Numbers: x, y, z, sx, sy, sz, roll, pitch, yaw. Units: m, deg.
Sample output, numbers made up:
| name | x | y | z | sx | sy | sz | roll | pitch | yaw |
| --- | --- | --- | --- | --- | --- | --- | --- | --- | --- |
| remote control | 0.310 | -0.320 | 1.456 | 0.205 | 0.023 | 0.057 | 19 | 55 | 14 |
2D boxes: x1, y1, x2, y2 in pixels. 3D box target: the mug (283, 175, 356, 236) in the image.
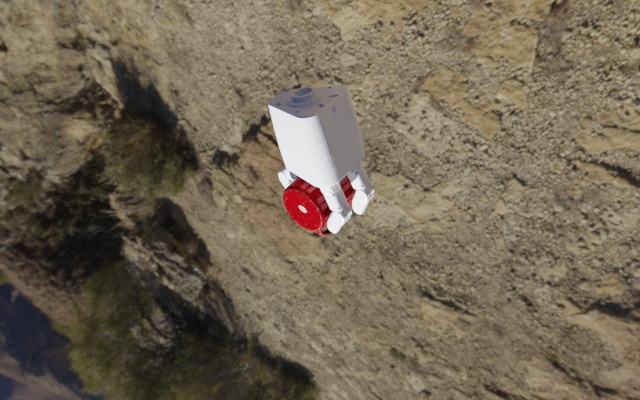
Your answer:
| name | x | y | z | sx | sy | sz | roll | pitch | yaw |
| --- | --- | --- | --- | --- | --- | --- | --- | --- | --- |
| mug | 0.000 | 0.004 | 0.736 | 0.093 | 0.117 | 0.081 | 15 | 44 | 41 |
